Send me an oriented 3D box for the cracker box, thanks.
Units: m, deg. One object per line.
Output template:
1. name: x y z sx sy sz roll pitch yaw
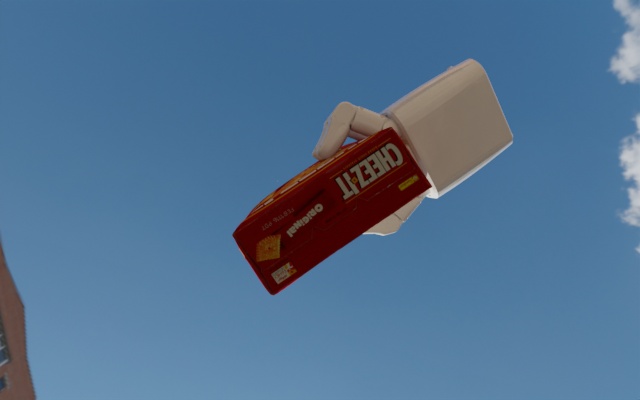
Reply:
1. cracker box: 0.000 0.002 0.496 0.164 0.072 0.213 -35 5 -3
